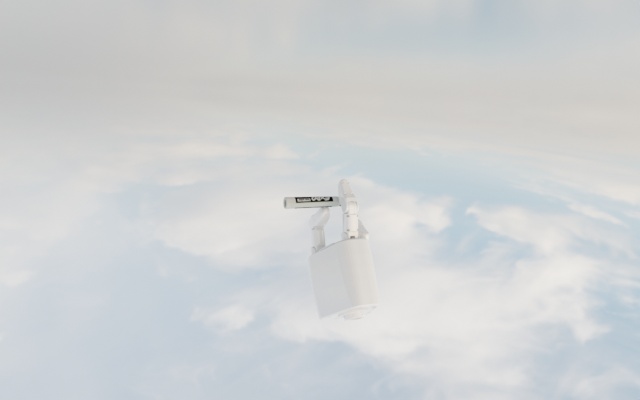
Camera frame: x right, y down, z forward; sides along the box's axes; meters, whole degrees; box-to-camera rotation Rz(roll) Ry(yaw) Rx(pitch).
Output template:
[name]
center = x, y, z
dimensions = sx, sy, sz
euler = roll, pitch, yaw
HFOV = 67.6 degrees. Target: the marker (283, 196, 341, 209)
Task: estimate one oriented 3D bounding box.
[marker]
center = 0.000, 0.002, 0.768
dimensions = 0.121, 0.020, 0.020
euler = -1, 0, -22
